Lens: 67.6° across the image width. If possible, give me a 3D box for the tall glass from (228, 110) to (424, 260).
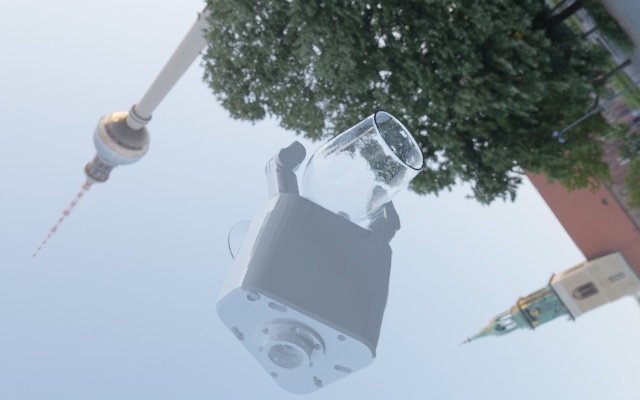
[{"bbox_3d":[0.000,0.002,0.449,0.201,0.079,0.079,-38,-23,32],"label":"tall glass"}]
